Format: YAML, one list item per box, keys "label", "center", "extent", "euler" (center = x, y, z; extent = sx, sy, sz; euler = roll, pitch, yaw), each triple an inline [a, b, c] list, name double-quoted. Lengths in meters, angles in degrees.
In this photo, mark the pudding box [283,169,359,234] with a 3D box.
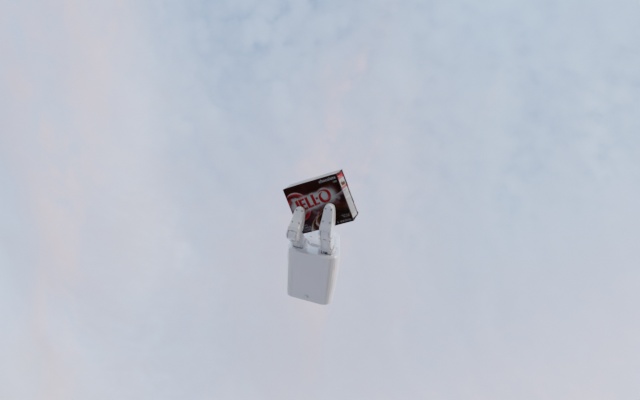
- label: "pudding box"
  center: [0.000, 0.003, 0.848]
  extent: [0.113, 0.090, 0.039]
  euler: [-17, 13, 24]
